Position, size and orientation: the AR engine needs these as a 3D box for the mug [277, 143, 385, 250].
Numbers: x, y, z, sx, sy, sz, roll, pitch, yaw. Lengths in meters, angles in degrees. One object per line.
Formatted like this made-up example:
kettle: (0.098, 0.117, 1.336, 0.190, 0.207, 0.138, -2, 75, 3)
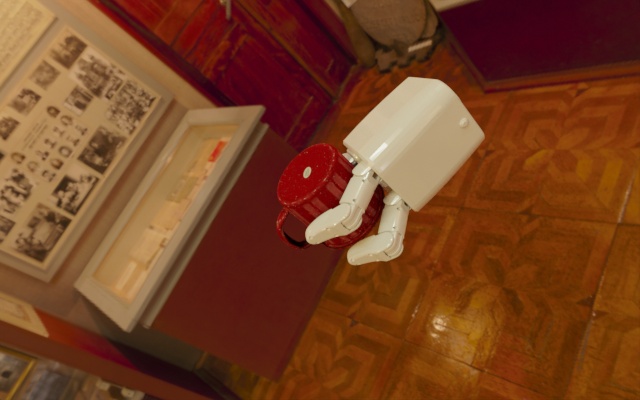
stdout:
mug: (-0.001, 0.003, 0.513, 0.081, 0.117, 0.093, 41, 6, -34)
